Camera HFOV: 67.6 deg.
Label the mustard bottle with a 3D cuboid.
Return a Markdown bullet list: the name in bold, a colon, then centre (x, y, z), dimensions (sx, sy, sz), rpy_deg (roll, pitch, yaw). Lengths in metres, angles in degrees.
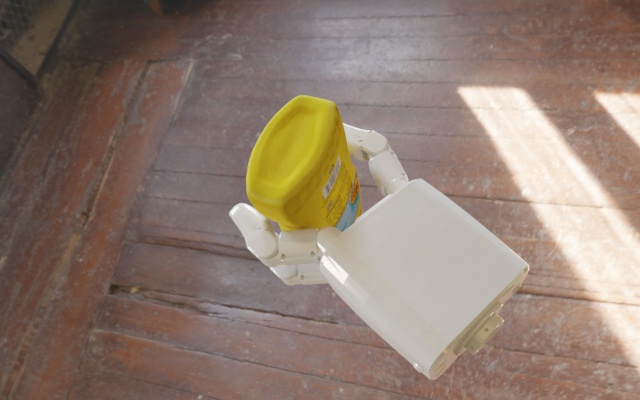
- **mustard bottle**: centre (0.000, 0.001, 0.424), dimensions (0.058, 0.096, 0.192), rpy_deg (16, -21, 21)
